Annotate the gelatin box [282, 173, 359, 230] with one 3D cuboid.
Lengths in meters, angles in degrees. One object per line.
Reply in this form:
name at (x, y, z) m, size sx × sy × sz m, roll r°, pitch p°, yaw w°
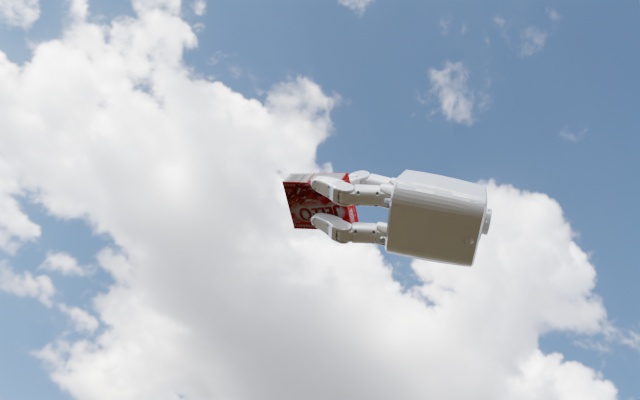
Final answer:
gelatin box at (0.000, 0.002, 0.630) m, size 0.089 × 0.073 × 0.030 m, roll 1°, pitch 30°, yaw 26°
